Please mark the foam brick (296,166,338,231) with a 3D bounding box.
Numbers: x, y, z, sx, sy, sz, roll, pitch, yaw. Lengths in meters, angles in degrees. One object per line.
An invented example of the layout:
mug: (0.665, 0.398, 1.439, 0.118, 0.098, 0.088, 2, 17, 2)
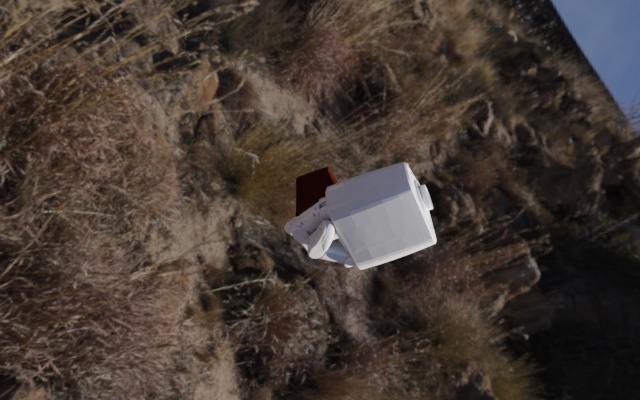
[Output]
foam brick: (0.000, 0.002, 0.661, 0.051, 0.078, 0.053, -21, -47, 18)
